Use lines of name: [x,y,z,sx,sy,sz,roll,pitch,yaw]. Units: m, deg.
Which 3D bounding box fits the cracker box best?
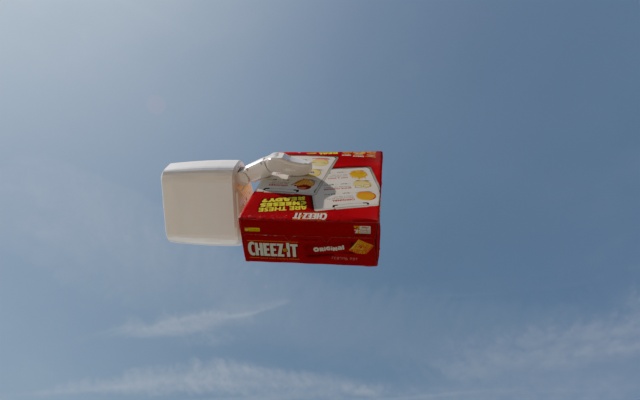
cracker box: [0.000,0.002,0.643,0.164,0.072,0.213,1,28,8]
